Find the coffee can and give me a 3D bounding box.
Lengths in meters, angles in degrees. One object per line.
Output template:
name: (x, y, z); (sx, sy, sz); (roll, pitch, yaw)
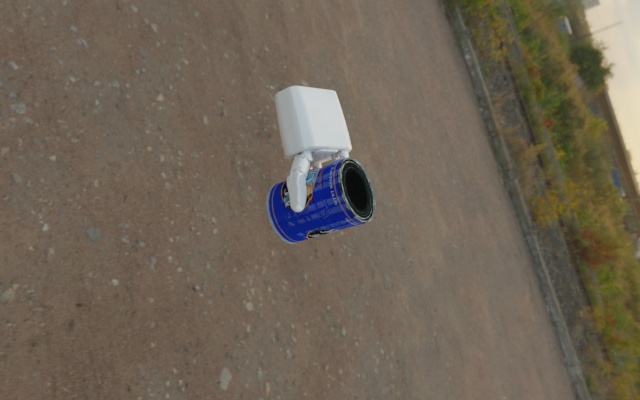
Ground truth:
coffee can: (0.000, 0.003, 0.747); (0.140, 0.103, 0.103); (-18, -10, 30)
